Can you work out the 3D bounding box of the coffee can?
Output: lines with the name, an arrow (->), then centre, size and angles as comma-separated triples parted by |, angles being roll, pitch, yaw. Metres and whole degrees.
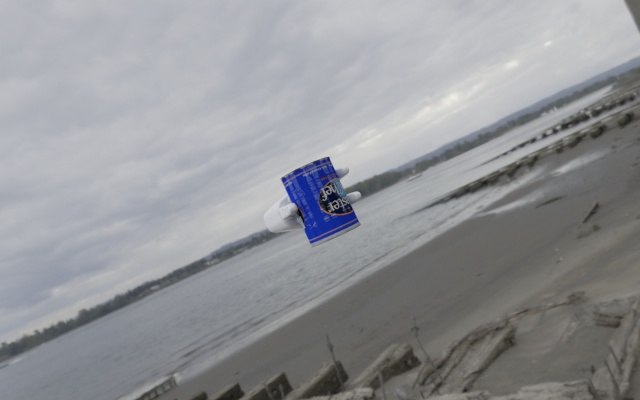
coffee can -> 0.000, 0.003, 0.891 | 0.103, 0.140, 0.103 | -25, -2, -1
